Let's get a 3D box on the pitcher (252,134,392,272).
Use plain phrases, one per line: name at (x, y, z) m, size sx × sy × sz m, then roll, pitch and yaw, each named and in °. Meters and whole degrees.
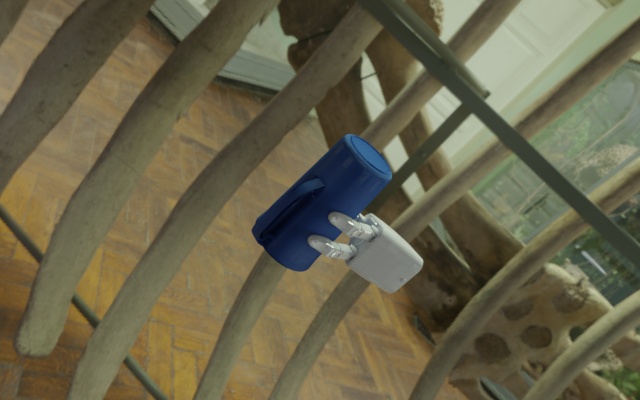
pitcher at (0.000, 0.003, 0.826) m, size 0.145 × 0.243 × 0.149 m, roll 37°, pitch 24°, yaw -15°
